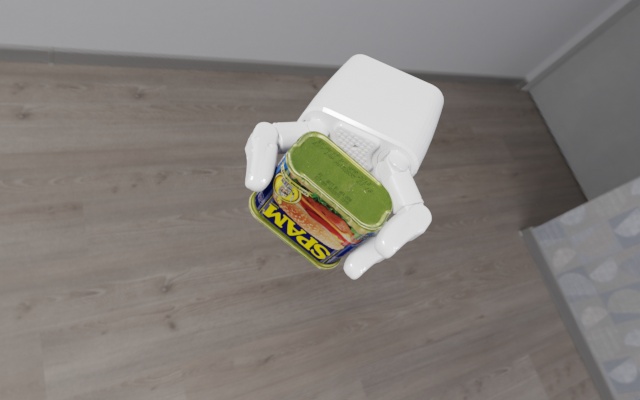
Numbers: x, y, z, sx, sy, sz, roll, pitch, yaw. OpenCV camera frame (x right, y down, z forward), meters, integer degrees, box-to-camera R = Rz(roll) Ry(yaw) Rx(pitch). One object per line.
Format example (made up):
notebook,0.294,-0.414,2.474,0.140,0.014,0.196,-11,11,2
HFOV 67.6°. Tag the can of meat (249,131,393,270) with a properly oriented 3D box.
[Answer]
can of meat,0.000,0.001,0.410,0.057,0.102,0.084,-54,6,-39
